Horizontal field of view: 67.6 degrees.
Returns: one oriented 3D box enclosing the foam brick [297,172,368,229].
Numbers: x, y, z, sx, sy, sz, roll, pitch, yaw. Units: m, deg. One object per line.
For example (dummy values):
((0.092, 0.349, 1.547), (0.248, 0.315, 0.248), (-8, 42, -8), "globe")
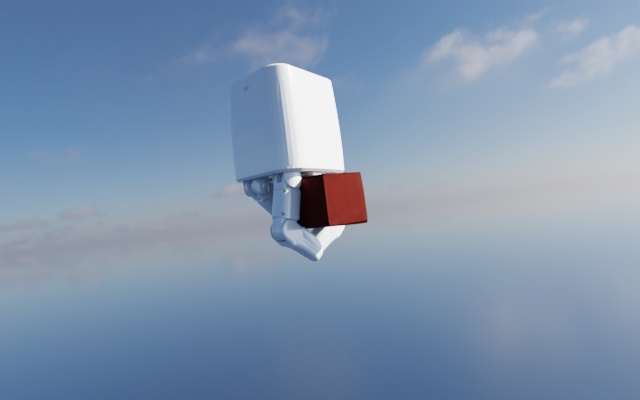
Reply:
((0.000, 0.002, 0.482), (0.053, 0.051, 0.078), (-4, -3, -41), "foam brick")
